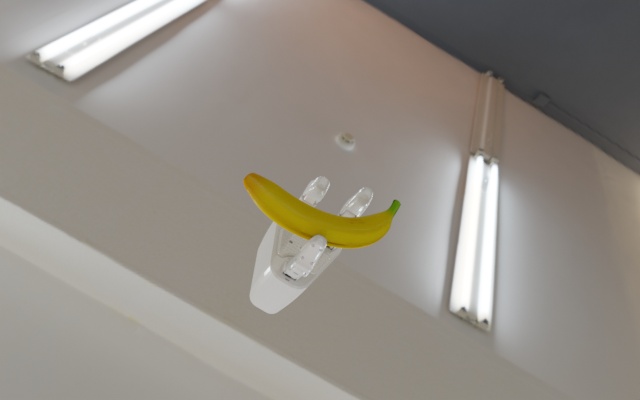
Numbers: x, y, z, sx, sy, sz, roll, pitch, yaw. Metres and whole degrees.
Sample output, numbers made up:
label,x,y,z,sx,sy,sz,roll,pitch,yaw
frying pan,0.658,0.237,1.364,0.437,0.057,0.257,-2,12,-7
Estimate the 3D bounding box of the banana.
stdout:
label,x,y,z,sx,sy,sz,roll,pitch,yaw
banana,0.003,0.019,0.556,0.198,0.069,0.037,11,-30,-21
